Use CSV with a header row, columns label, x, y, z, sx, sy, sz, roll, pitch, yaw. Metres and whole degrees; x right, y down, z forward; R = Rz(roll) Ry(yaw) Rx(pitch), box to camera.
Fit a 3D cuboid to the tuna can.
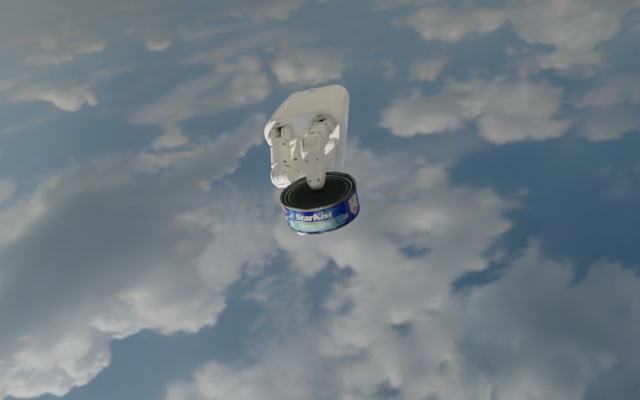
label,x,y,z,sx,sy,sz,roll,pitch,yaw
tuna can,0.000,0.002,0.531,0.086,0.034,0.086,-10,27,5
